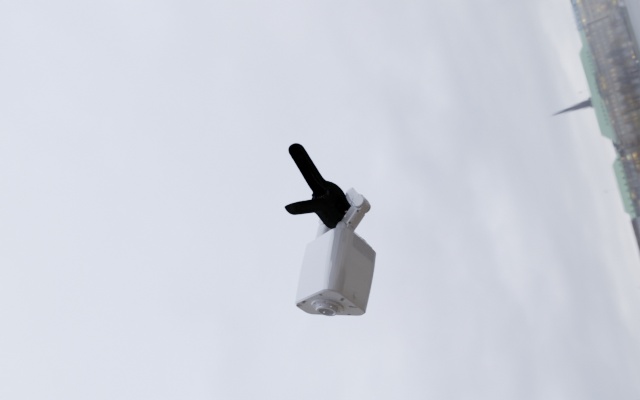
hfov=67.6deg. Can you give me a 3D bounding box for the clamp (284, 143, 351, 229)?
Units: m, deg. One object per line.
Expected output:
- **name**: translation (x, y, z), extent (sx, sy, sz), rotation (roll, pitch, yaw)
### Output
- **clamp**: translation (0.000, 0.003, 0.742), extent (0.039, 0.120, 0.171), rotation (-17, -44, 36)
